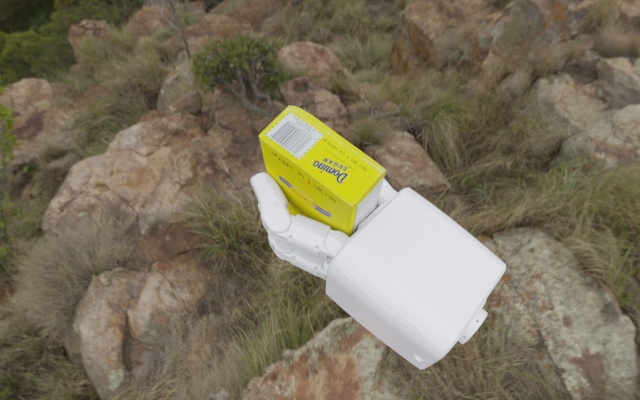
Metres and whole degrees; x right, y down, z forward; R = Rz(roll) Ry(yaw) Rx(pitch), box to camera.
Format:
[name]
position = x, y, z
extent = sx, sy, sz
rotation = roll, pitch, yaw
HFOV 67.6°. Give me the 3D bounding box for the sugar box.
[sugar box]
position = 0.000, 0.002, 0.423
extent = 0.093, 0.048, 0.176
rotation = 38, -21, 16
